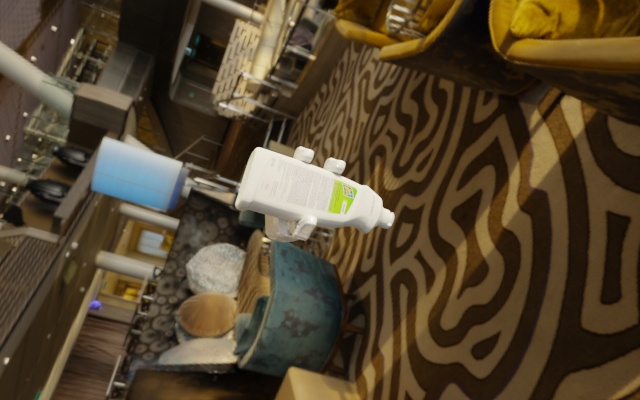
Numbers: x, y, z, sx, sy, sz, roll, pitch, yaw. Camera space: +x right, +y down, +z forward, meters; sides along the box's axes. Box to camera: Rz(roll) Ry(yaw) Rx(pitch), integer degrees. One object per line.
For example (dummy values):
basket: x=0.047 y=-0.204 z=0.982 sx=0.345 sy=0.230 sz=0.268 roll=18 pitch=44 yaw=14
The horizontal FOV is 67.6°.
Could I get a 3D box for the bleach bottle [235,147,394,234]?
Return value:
bleach bottle: x=0.000 y=0.002 z=0.761 sx=0.251 sy=0.102 sz=0.068 roll=19 pitch=-15 yaw=-16
